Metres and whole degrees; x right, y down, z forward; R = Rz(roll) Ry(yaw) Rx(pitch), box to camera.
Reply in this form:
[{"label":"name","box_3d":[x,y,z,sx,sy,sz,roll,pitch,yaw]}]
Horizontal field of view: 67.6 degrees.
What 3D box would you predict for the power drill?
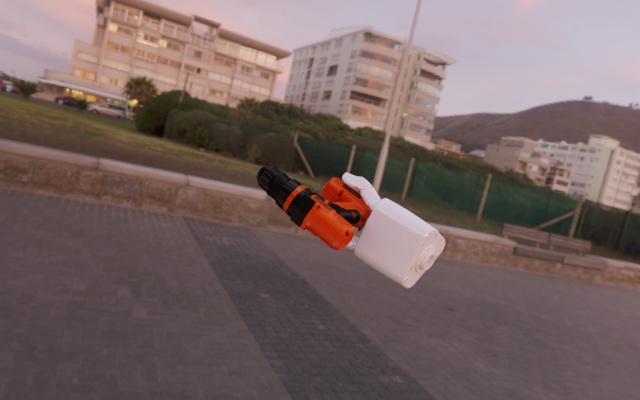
[{"label":"power drill","box_3d":[0.001,0.003,0.799,0.184,0.057,0.187,40,21,16]}]
